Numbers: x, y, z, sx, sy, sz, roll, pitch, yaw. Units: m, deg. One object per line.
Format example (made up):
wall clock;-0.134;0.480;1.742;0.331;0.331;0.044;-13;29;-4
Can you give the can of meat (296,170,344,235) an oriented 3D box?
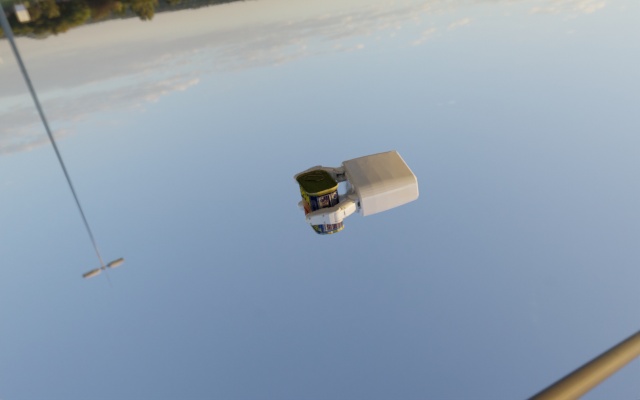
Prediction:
can of meat;0.000;0.003;0.840;0.057;0.084;0.102;-17;25;-11
